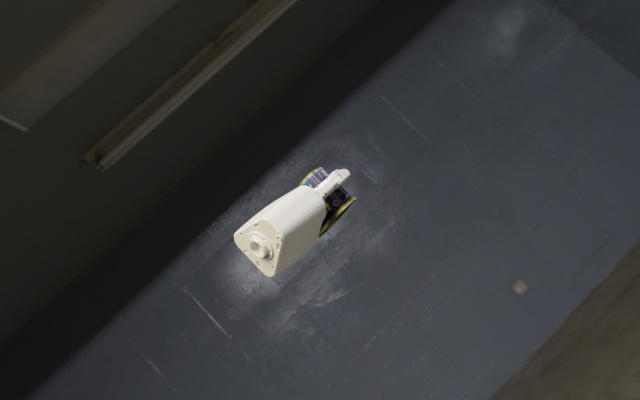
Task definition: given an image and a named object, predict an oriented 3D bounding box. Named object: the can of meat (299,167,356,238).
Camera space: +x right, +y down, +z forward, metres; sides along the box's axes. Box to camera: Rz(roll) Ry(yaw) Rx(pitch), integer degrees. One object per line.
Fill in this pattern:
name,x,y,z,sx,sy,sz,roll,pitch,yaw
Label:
can of meat,0.000,0.002,0.830,0.057,0.084,0.102,-40,-9,-40
